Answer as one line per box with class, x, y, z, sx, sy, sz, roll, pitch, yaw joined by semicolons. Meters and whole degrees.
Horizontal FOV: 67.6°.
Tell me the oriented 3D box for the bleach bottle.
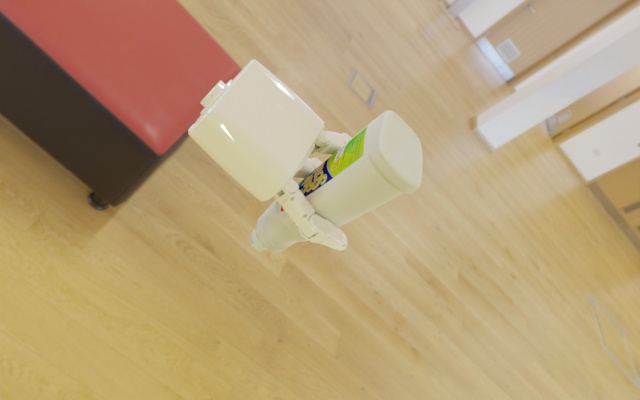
bleach bottle;0.000;0.002;0.558;0.251;0.068;0.102;-35;24;34
